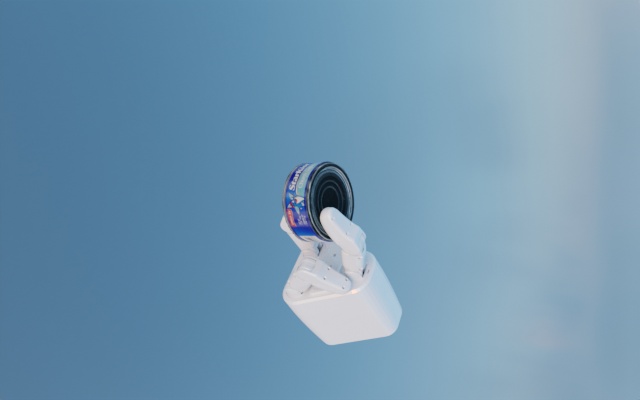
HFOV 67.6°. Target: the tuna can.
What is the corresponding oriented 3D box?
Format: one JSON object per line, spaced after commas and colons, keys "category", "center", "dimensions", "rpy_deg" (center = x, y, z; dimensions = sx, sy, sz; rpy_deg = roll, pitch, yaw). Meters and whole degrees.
{"category": "tuna can", "center": [0.001, 0.002, 0.508], "dimensions": [0.034, 0.086, 0.086], "rpy_deg": [-3, -2, 38]}
